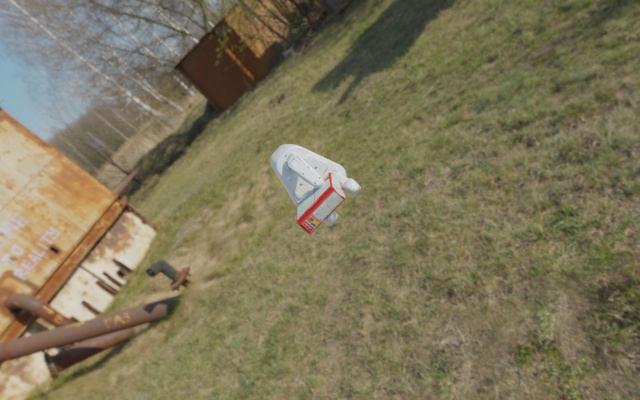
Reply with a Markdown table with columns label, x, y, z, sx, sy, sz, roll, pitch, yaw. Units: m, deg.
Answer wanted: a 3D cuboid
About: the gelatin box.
| label | x | y | z | sx | sy | sz | roll | pitch | yaw |
| --- | --- | --- | --- | --- | --- | --- | --- | --- | --- |
| gelatin box | 0.000 | 0.002 | 0.697 | 0.030 | 0.073 | 0.089 | 42 | 11 | -12 |
